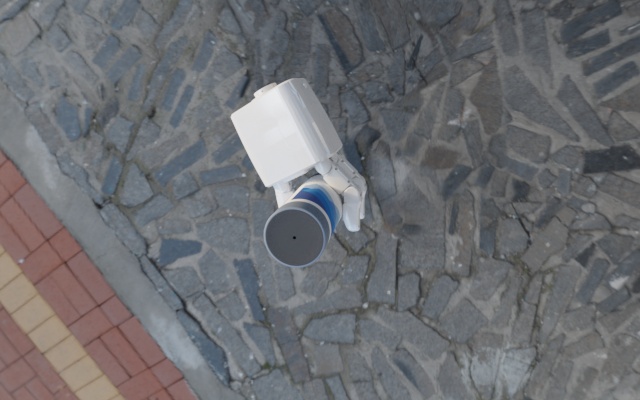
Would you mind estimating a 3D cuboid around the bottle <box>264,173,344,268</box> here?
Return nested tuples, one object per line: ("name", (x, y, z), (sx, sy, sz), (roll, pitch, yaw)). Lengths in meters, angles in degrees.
("bottle", (0.000, 0.002, 0.631), (0.069, 0.069, 0.295), (0, 14, 11))
